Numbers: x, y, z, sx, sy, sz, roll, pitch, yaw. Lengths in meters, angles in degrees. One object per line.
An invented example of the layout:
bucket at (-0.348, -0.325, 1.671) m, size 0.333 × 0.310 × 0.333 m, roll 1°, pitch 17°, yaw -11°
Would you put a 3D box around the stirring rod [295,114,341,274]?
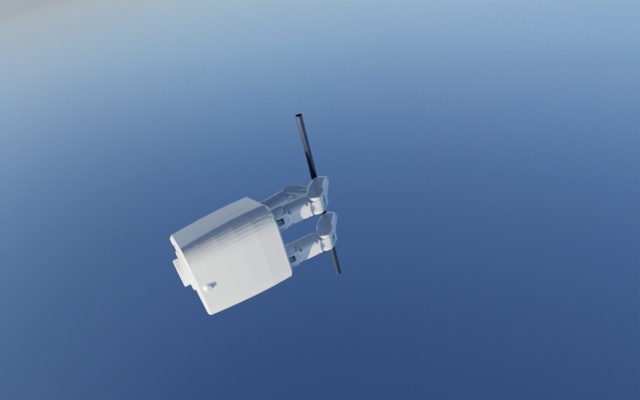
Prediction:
stirring rod at (0.000, 0.002, 0.608) m, size 0.011 × 0.240 × 0.011 m, roll -10°, pitch 32°, yaw 6°
